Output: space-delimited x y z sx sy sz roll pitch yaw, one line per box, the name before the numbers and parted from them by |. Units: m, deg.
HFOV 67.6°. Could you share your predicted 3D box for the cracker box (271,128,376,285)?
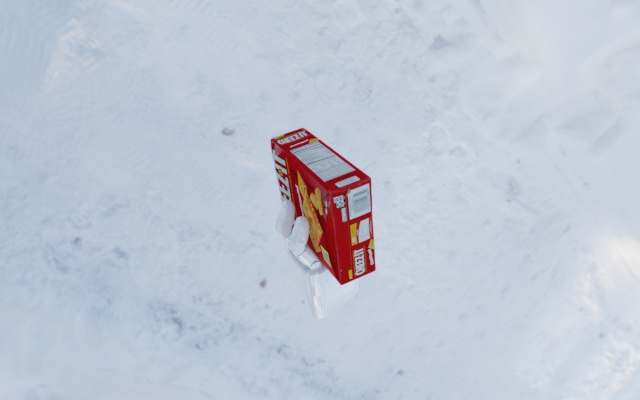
cracker box | 0.000 0.002 0.743 0.072 0.164 0.213 -20 34 -20
